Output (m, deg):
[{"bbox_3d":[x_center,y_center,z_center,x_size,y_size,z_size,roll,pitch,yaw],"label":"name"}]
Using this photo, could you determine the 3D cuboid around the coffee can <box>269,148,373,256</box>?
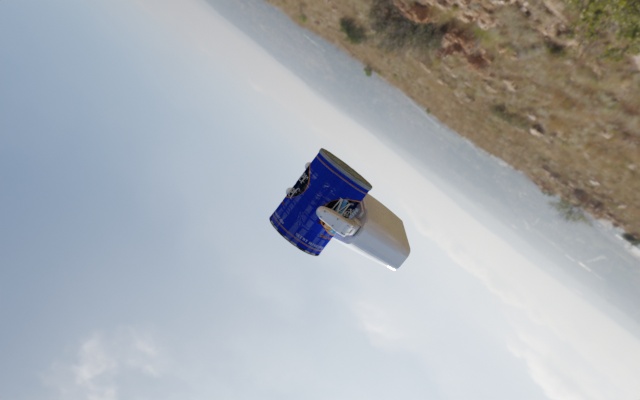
[{"bbox_3d":[0.000,0.002,0.760,0.103,0.140,0.102,36,10,-7],"label":"coffee can"}]
